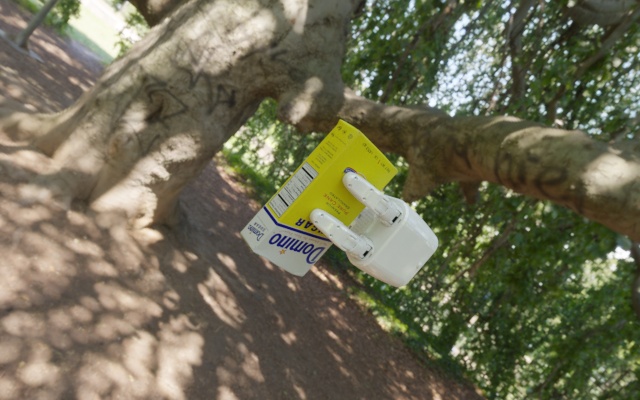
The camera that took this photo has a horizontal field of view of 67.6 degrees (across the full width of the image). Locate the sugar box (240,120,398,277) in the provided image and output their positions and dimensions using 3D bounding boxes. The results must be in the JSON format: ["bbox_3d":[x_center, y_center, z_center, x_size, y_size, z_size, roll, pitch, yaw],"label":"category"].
[{"bbox_3d":[0.001,0.002,0.554,0.093,0.176,0.048,37,5,-43],"label":"sugar box"}]
